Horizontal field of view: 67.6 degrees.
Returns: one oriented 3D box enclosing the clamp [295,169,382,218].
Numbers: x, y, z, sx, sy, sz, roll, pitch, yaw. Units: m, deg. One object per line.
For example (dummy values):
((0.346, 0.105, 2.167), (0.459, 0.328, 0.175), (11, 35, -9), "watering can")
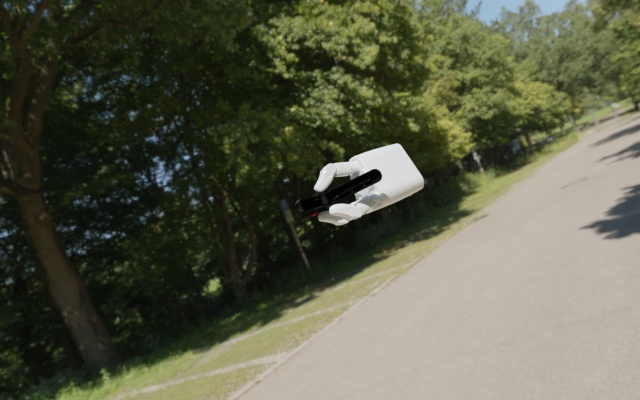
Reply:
((0.000, 0.002, 0.872), (0.164, 0.036, 0.210), (-21, -4, -26), "clamp")
